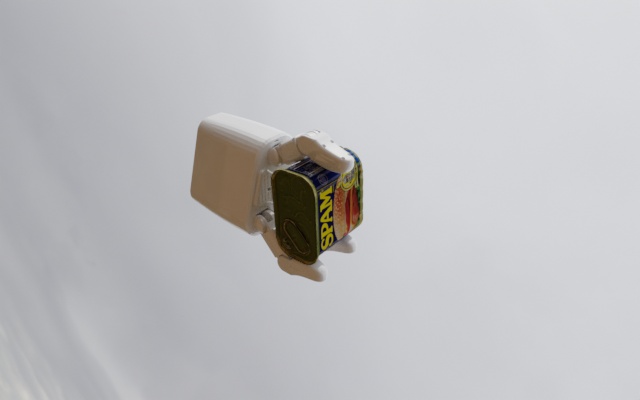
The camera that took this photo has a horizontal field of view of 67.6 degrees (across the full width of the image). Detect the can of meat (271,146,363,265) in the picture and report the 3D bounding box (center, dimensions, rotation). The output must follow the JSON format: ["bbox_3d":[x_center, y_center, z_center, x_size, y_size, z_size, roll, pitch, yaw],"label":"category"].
[{"bbox_3d":[0.000,0.001,0.497,0.057,0.102,0.084,21,37,34],"label":"can of meat"}]
